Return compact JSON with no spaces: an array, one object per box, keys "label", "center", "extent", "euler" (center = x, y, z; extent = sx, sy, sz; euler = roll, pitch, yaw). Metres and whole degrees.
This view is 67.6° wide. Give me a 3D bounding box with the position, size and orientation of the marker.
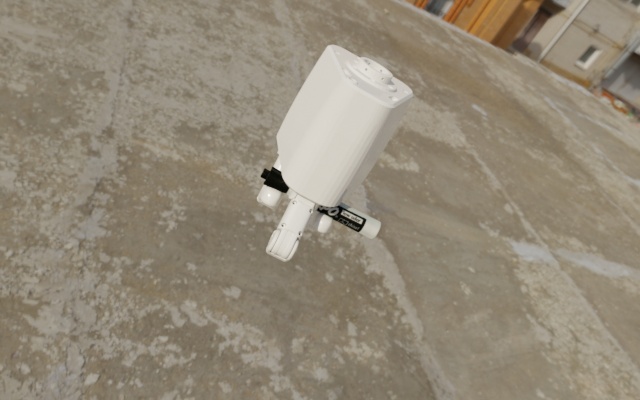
[{"label":"marker","center":[0.000,0.002,0.445],"extent":[0.121,0.020,0.020],"euler":[27,-4,-8]}]
